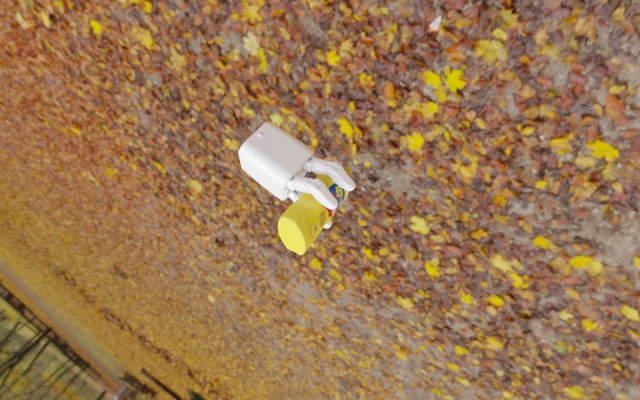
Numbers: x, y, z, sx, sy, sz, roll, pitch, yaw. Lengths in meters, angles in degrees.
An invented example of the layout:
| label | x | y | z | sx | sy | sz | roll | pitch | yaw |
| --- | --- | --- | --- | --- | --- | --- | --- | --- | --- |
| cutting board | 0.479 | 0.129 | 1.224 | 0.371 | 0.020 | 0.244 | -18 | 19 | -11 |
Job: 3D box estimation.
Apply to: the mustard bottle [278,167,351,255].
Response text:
| label | x | y | z | sx | sy | sz | roll | pitch | yaw |
| --- | --- | --- | --- | --- | --- | --- | --- | --- | --- |
| mustard bottle | 0.000 | 0.003 | 0.874 | 0.058 | 0.096 | 0.191 | 22 | 54 | 26 |
